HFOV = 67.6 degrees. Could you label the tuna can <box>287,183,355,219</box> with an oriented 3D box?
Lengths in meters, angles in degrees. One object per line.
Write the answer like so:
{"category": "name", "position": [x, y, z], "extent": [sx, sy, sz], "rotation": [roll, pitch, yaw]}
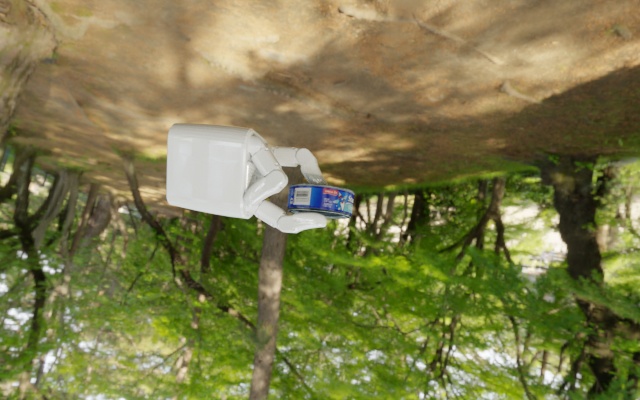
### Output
{"category": "tuna can", "position": [0.000, 0.003, 0.621], "extent": [0.086, 0.033, 0.086], "rotation": [6, -8, 1]}
